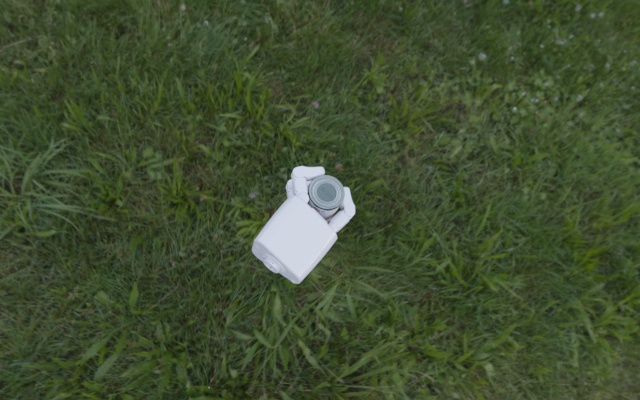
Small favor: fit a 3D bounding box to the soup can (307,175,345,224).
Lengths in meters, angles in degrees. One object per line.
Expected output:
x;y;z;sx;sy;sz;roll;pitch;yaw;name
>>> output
0.001;0.002;0.878;0.068;0.068;0.102;0;-21;-13;soup can
